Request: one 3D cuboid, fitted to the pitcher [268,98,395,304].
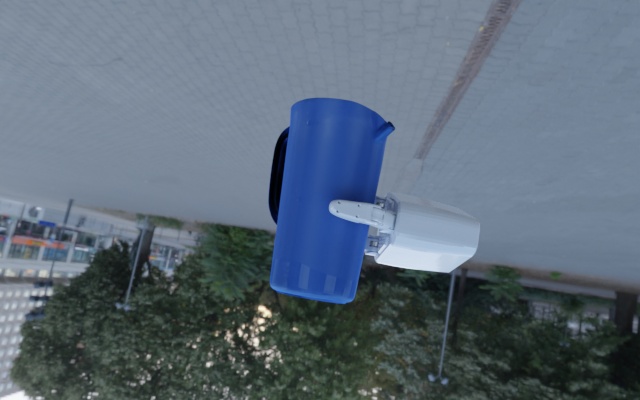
[{"bbox_3d":[0.000,0.002,0.618,0.145,0.243,0.149,11,-9,-5],"label":"pitcher"}]
